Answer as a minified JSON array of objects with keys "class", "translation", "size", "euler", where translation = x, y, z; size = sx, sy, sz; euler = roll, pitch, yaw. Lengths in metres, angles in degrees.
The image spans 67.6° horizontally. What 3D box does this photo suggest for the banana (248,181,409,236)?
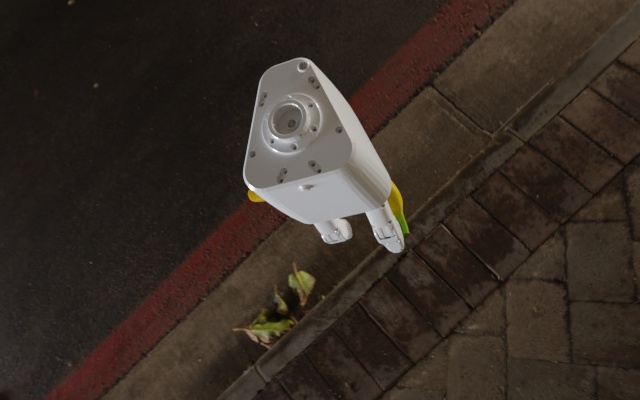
[{"class":"banana","translation":[0.008,-0.015,0.537],"size":[0.198,0.069,0.037],"euler":[13,-7,22]}]
